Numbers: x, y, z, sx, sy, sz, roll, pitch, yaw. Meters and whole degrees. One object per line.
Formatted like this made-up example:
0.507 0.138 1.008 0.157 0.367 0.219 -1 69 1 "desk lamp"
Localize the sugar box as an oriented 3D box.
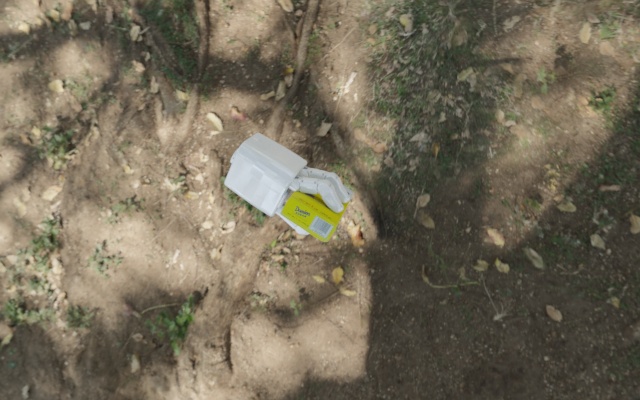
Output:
0.000 0.002 0.859 0.093 0.048 0.176 33 26 0 "sugar box"
